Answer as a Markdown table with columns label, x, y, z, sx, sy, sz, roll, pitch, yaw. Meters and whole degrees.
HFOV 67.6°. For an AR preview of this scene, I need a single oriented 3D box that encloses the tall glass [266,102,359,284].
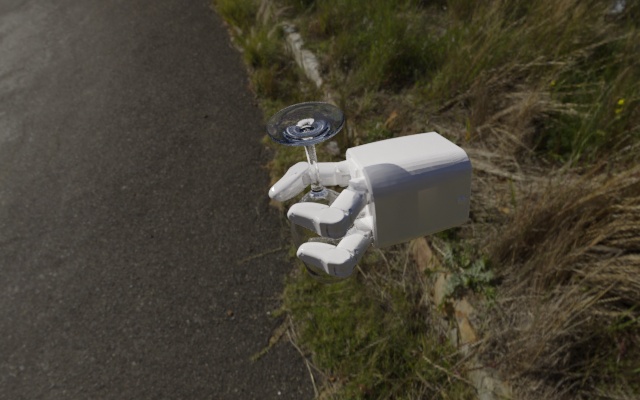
| label | x | y | z | sx | sy | sz | roll | pitch | yaw |
| --- | --- | --- | --- | --- | --- | --- | --- | --- | --- |
| tall glass | 0.000 | 0.001 | 0.509 | 0.079 | 0.201 | 0.079 | -6 | 40 | 5 |
